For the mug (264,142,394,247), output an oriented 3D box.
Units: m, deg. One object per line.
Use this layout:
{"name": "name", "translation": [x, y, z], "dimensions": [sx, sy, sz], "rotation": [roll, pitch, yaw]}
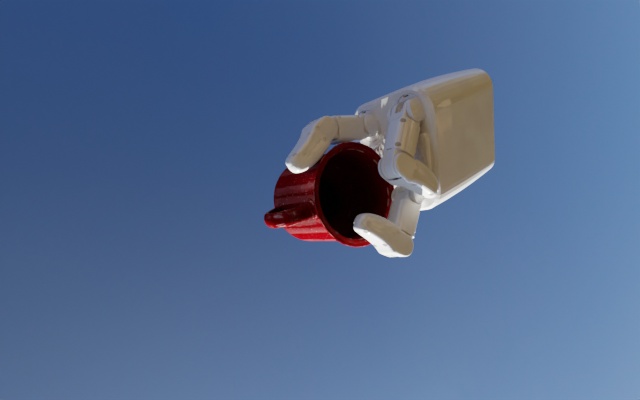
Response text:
{"name": "mug", "translation": [-0.001, 0.002, 0.444], "dimensions": [0.117, 0.093, 0.081], "rotation": [-25, 11, -35]}
